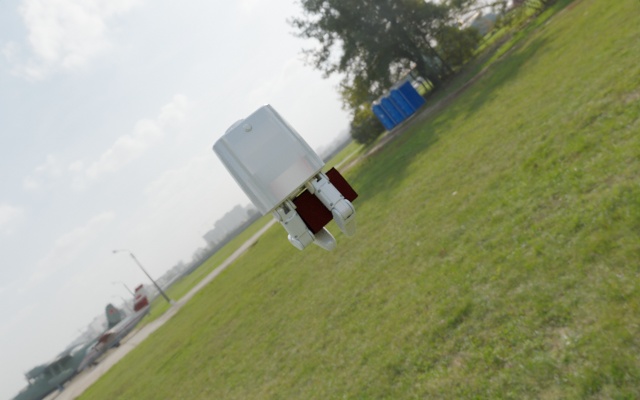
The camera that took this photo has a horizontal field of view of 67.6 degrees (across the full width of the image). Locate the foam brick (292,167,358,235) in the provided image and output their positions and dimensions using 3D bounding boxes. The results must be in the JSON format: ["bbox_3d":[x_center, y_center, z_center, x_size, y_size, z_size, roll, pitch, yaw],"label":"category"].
[{"bbox_3d":[0.000,0.002,0.620,0.078,0.051,0.053,-40,2,-16],"label":"foam brick"}]
